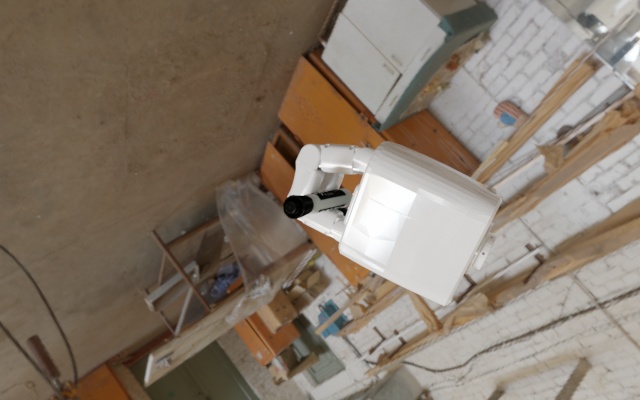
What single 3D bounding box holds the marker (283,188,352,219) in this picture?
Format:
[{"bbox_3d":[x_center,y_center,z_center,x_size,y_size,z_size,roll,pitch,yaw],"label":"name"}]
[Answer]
[{"bbox_3d":[0.000,0.001,0.418,0.020,0.020,0.121,0,4,22],"label":"marker"}]
